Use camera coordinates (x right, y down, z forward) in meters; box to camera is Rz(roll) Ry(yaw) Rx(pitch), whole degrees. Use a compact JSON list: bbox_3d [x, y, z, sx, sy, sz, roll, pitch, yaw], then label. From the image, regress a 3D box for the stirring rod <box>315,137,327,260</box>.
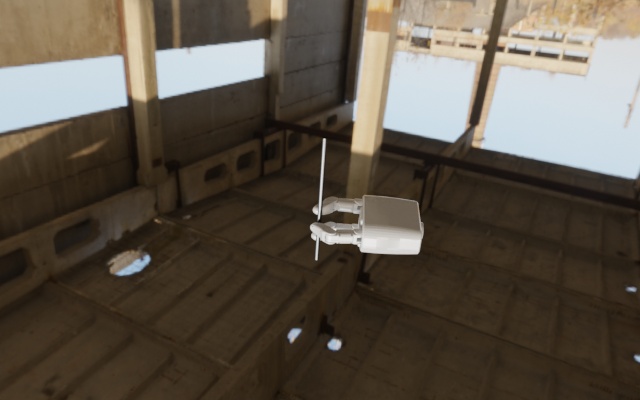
[{"bbox_3d":[0.000,0.003,0.864,0.011,0.240,0.011,3,25,-1],"label":"stirring rod"}]
